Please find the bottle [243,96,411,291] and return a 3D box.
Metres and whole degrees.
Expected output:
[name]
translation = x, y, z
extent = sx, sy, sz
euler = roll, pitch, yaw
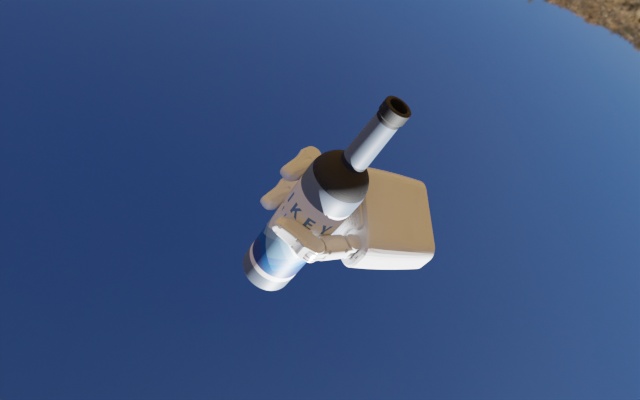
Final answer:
[bottle]
translation = 0.000, 0.002, 0.522
extent = 0.069, 0.069, 0.296
euler = 0, -36, -36
